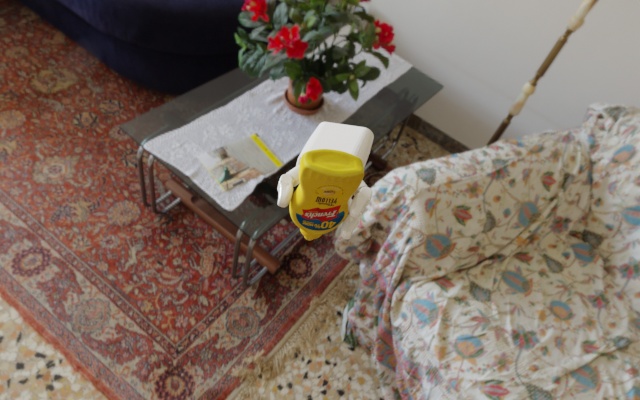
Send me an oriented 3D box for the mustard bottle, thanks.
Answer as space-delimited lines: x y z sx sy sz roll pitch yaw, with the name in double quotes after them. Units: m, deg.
0.000 0.003 0.776 0.096 0.058 0.192 4 -40 -13 "mustard bottle"
